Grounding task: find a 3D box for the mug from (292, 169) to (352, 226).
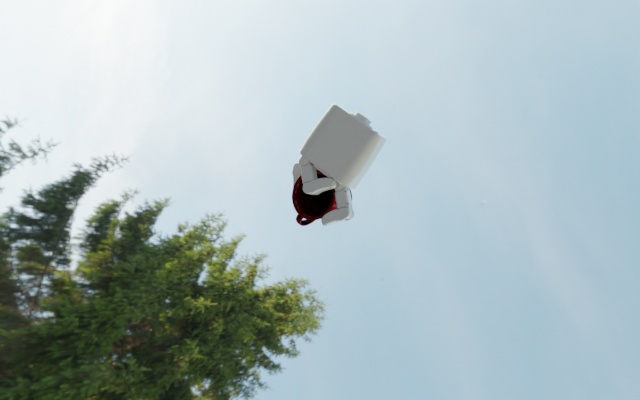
[{"bbox_3d":[-0.001,0.004,0.895,0.093,0.117,0.081,45,17,27],"label":"mug"}]
